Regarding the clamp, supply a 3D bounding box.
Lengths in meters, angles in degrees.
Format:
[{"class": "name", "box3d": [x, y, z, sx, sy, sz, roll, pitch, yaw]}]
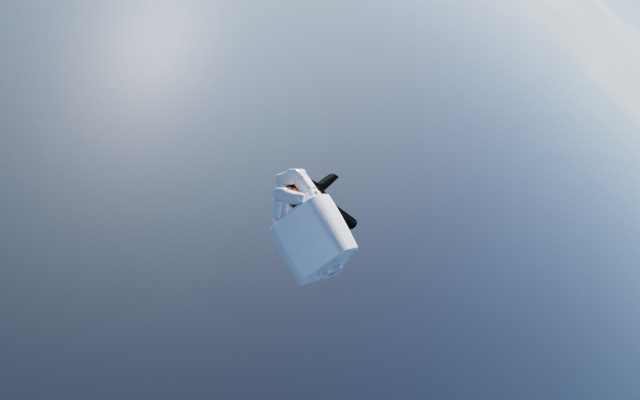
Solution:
[{"class": "clamp", "box3d": [0.000, 0.002, 0.871, 0.171, 0.120, 0.039, -5, -33, -50]}]
